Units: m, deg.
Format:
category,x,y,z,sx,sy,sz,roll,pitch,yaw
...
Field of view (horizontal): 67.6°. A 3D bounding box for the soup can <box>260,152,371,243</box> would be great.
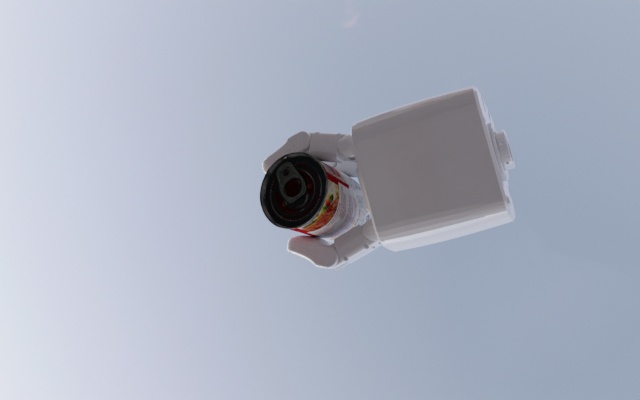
category,x,y,z,sx,sy,sz,roll,pitch,yaw
soup can,0.000,0.002,0.450,0.068,0.068,0.102,0,-12,30
